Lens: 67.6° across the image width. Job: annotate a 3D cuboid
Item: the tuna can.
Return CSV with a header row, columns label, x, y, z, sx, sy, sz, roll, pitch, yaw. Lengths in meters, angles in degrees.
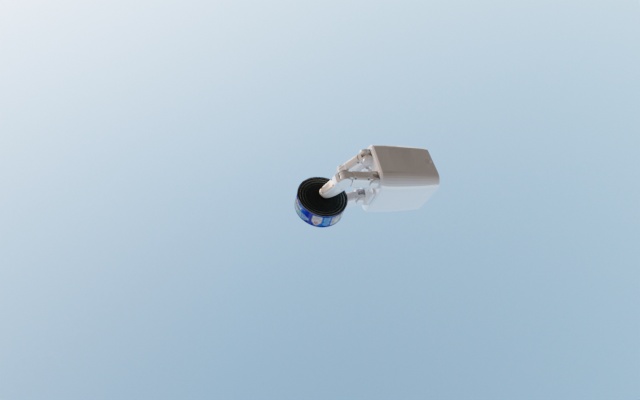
label,x,y,z,sx,sy,sz,roll,pitch,yaw
tuna can,0.000,0.003,0.797,0.086,0.086,0.034,0,-40,-17
